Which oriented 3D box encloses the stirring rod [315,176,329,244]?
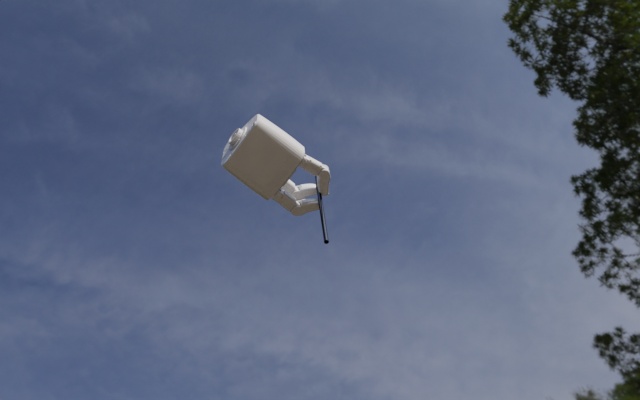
[{"bbox_3d":[0.000,0.003,0.872,0.011,0.011,0.239,0,32,-5],"label":"stirring rod"}]
